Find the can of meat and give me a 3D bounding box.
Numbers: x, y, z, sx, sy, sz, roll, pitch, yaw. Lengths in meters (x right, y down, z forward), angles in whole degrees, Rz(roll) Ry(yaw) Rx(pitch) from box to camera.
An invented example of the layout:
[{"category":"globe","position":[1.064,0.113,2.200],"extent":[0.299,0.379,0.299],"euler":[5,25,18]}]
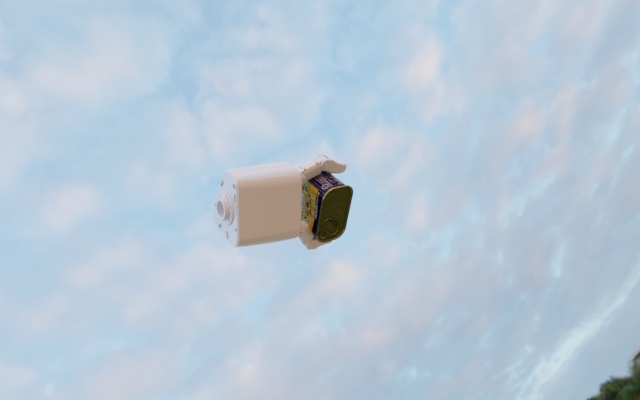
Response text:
[{"category":"can of meat","position":[0.000,0.002,0.772],"extent":[0.057,0.102,0.084],"euler":[-13,37,-33]}]
